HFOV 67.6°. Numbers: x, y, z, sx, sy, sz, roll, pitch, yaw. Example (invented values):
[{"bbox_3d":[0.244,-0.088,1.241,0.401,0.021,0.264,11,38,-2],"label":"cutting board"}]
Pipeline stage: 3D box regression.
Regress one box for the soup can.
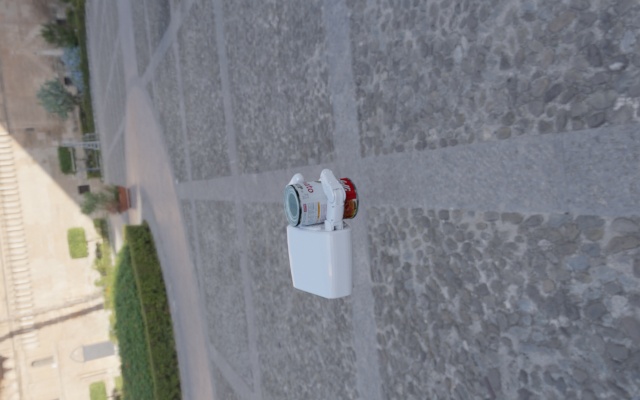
[{"bbox_3d":[0.000,0.002,0.755,0.102,0.068,0.068,-7,3,-24],"label":"soup can"}]
